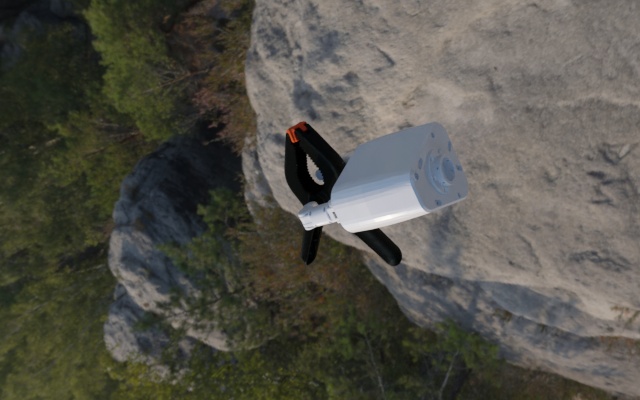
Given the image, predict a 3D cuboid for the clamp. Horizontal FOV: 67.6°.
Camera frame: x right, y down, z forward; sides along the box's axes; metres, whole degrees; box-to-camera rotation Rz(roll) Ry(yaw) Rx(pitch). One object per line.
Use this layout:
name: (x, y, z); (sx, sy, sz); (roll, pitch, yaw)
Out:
clamp: (0.000, 0.002, 0.626); (0.164, 0.210, 0.036); (-16, 17, 43)
